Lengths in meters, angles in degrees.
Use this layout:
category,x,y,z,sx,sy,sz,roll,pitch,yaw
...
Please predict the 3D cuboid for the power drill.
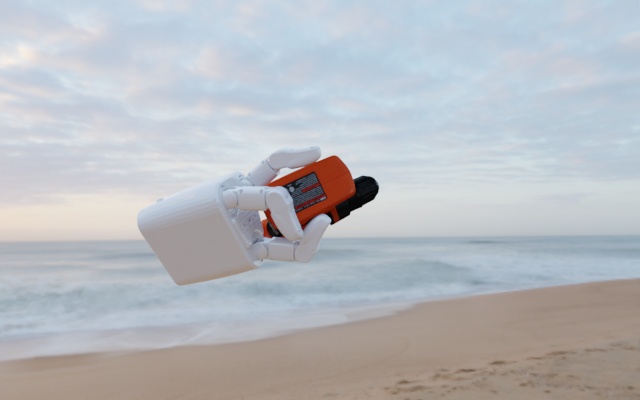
category,x,y,z,sx,sy,sz,roll,pitch,yaw
power drill,0.000,0.002,0.614,0.184,0.057,0.188,-27,-11,-5
